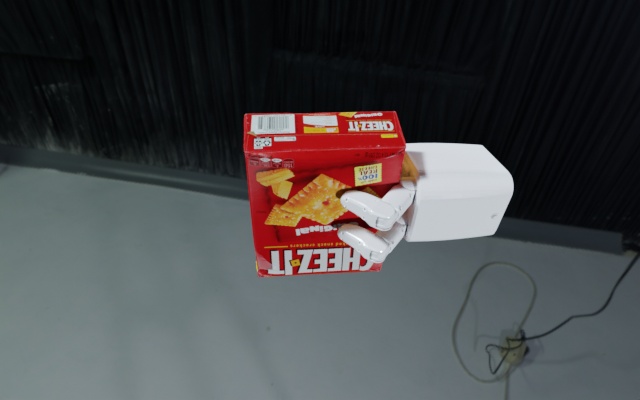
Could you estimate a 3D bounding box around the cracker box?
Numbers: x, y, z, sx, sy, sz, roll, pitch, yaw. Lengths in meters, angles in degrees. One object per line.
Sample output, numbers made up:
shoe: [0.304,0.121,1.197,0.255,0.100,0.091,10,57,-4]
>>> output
cracker box: [0.000,0.002,0.560,0.164,0.072,0.214,-2,-44,-4]
